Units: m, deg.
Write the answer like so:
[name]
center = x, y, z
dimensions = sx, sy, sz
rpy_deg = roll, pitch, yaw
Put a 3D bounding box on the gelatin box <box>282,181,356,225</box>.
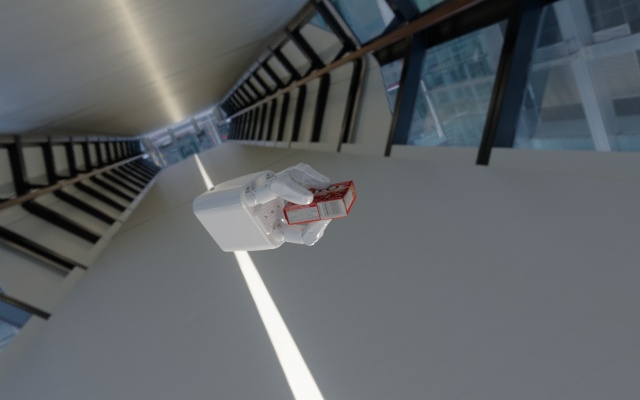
[gelatin box]
center = 0.001, 0.003, 0.672
dimensions = 0.089, 0.030, 0.073
rpy_deg = -9, 18, 18
